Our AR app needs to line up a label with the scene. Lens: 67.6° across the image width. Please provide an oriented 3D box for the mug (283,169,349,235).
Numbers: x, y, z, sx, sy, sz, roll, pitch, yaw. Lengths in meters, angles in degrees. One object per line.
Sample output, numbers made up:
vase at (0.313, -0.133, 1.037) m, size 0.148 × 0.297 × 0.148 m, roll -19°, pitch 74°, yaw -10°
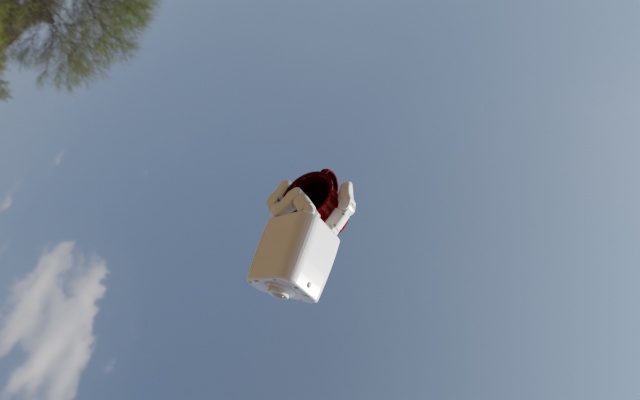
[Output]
mug at (0.001, 0.002, 0.798) m, size 0.093 × 0.117 × 0.081 m, roll 0°, pitch -34°, yaw 34°
